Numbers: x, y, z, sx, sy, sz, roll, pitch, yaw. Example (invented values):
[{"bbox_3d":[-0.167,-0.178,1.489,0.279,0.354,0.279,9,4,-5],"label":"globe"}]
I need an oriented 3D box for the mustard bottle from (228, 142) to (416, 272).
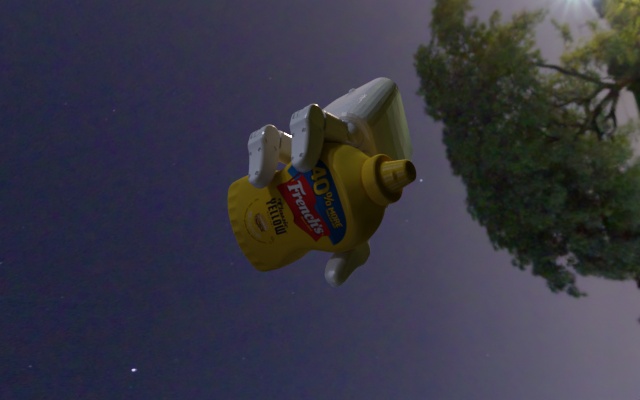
[{"bbox_3d":[0.000,0.002,0.428,0.192,0.096,0.058,-20,-2,39],"label":"mustard bottle"}]
